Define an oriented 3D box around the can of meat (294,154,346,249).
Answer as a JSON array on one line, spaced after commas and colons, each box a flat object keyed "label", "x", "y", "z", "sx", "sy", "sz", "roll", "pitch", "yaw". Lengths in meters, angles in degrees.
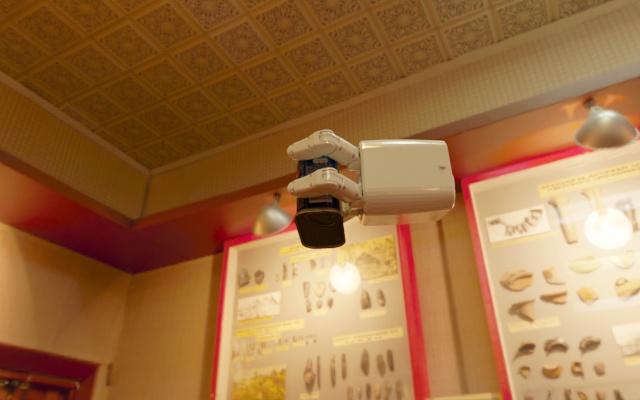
[{"label": "can of meat", "x": 0.000, "y": 0.002, "z": 0.599, "sx": 0.057, "sy": 0.084, "sz": 0.102, "roll": -4, "pitch": -30, "yaw": 5}]
